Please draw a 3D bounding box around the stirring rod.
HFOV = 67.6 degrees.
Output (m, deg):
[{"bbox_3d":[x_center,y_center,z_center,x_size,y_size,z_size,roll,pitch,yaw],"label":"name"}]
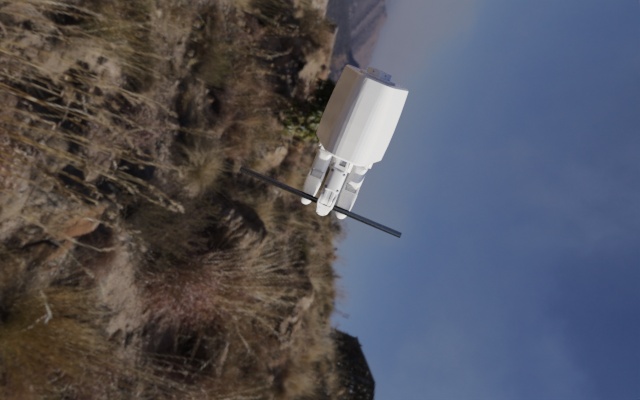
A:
[{"bbox_3d":[0.000,0.002,0.662,0.239,0.011,0.011,23,0,0],"label":"stirring rod"}]
